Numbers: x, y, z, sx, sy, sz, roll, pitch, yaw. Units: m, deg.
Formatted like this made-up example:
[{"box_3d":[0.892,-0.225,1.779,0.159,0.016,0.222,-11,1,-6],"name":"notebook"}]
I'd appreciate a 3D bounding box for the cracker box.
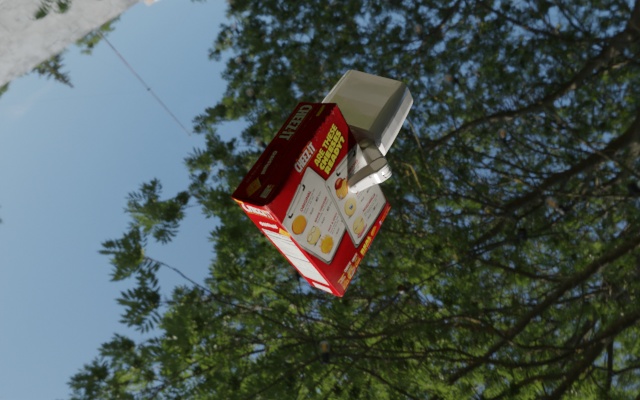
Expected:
[{"box_3d":[0.000,0.002,0.640,0.072,0.164,0.214,12,-31,39],"name":"cracker box"}]
